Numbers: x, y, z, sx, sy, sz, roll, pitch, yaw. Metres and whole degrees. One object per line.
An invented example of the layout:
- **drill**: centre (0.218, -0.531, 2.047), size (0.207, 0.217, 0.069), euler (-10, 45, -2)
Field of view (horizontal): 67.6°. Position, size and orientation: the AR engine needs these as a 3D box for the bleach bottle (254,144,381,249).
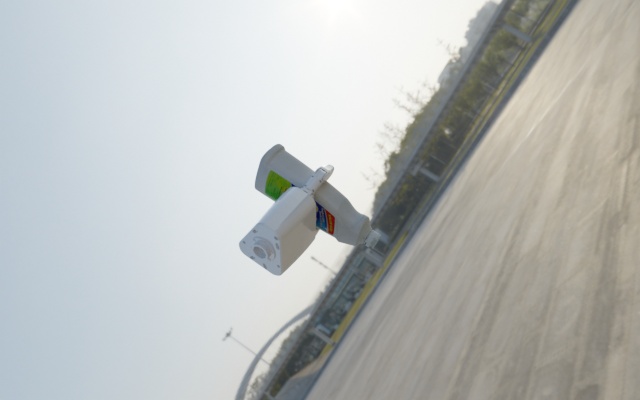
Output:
- **bleach bottle**: centre (0.000, 0.003, 0.874), size (0.251, 0.103, 0.068), euler (33, 47, 10)
